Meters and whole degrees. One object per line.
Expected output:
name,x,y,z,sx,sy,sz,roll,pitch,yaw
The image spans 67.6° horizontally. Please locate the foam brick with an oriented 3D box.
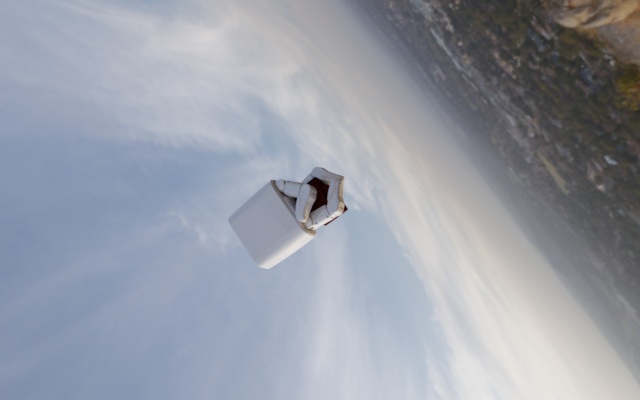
foam brick,0.000,0.003,0.816,0.051,0.053,0.078,-38,-28,14
